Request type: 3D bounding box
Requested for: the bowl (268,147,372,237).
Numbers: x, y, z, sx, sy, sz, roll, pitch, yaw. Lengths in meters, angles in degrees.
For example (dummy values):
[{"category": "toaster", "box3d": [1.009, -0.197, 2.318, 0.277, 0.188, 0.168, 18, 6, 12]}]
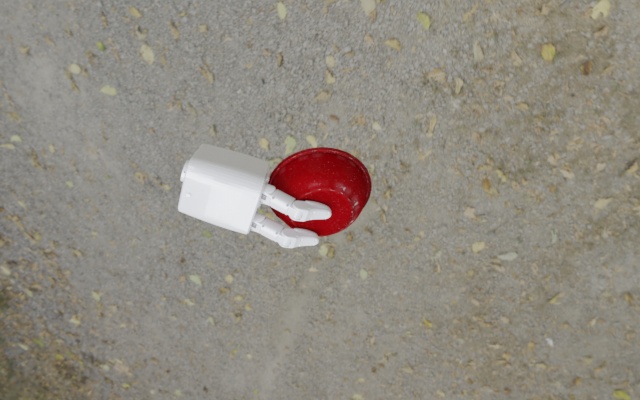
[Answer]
[{"category": "bowl", "box3d": [0.001, 0.003, 0.709, 0.162, 0.162, 0.055, 0, 40, -7]}]
